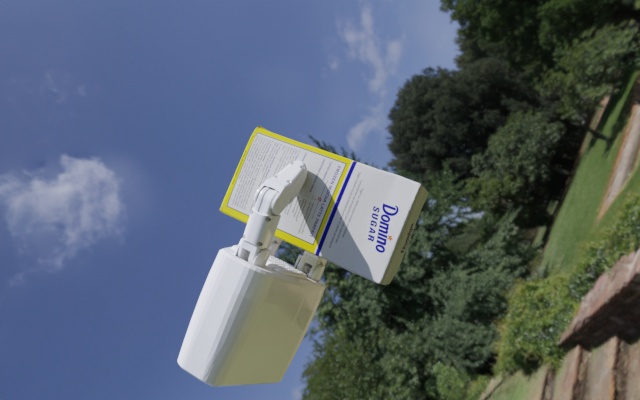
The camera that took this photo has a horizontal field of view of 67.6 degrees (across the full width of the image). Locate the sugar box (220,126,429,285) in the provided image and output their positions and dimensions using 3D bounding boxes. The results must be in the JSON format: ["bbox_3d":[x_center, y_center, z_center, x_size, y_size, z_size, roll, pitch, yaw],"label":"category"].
[{"bbox_3d":[0.000,0.002,0.446,0.176,0.093,0.048,23,0,22],"label":"sugar box"}]
